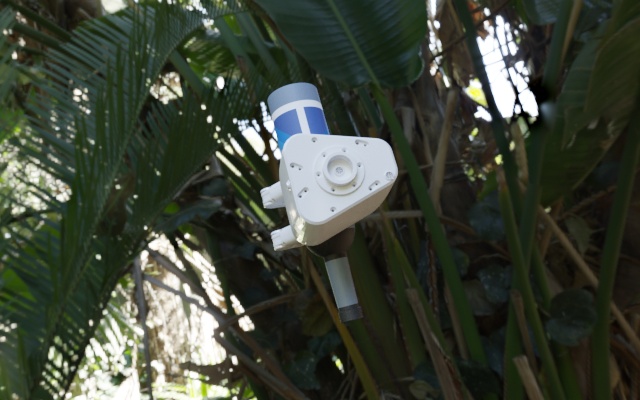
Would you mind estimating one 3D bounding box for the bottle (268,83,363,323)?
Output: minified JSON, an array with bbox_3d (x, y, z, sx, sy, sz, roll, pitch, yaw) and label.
[{"bbox_3d":[0.000,0.002,0.591,0.069,0.295,0.069,-14,-12,-3],"label":"bottle"}]
